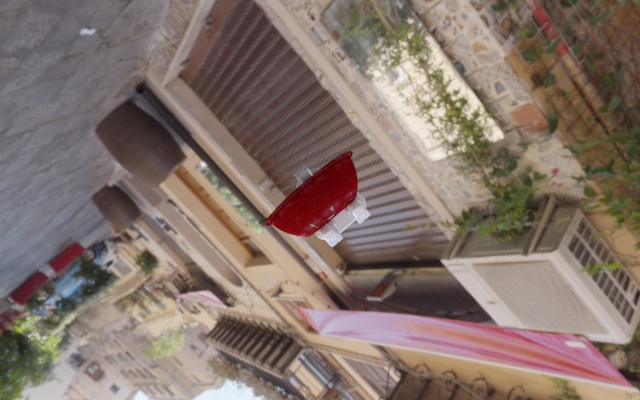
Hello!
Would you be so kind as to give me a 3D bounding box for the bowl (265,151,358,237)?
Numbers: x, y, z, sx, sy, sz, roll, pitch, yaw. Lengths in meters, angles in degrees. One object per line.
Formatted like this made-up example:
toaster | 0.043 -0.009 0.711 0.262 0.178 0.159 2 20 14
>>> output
bowl | 0.000 0.003 0.679 0.162 0.055 0.162 -40 -5 -4
